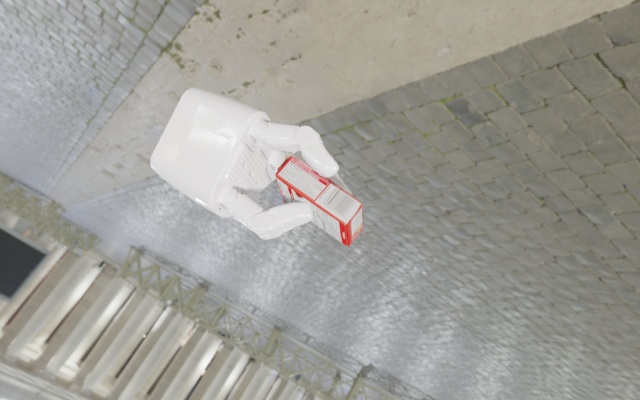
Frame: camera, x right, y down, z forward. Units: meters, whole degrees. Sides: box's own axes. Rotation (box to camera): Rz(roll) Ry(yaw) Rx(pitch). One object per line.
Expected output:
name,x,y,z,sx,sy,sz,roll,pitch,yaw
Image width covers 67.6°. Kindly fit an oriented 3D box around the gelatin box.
gelatin box,0.000,0.002,0.478,0.089,0.030,0.073,35,-15,17
